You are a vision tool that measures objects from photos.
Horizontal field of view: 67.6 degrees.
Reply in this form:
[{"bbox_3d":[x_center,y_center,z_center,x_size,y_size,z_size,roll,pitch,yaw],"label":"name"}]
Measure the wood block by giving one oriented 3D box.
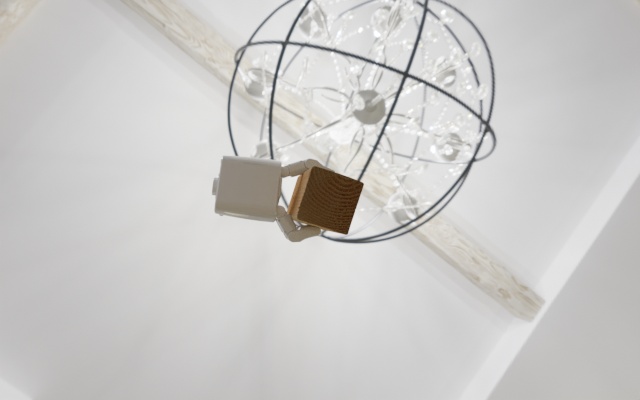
[{"bbox_3d":[0.000,0.002,0.851,0.090,0.091,0.206,18,-4,-8],"label":"wood block"}]
